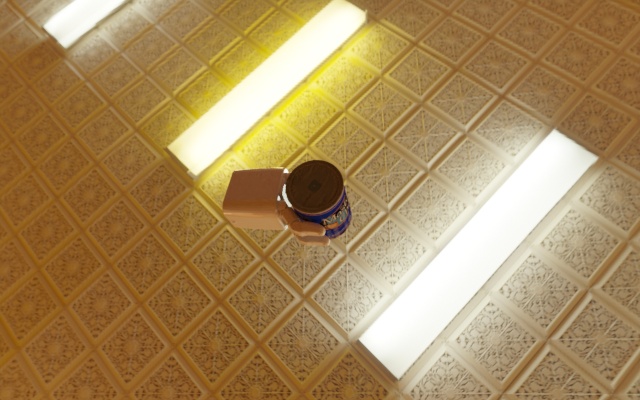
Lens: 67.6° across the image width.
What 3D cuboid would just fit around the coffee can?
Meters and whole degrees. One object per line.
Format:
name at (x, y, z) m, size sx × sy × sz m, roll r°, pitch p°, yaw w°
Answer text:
coffee can at (0.000, 0.003, 0.882) m, size 0.103 × 0.102 × 0.140 m, roll 0°, pitch -24°, yaw 10°
